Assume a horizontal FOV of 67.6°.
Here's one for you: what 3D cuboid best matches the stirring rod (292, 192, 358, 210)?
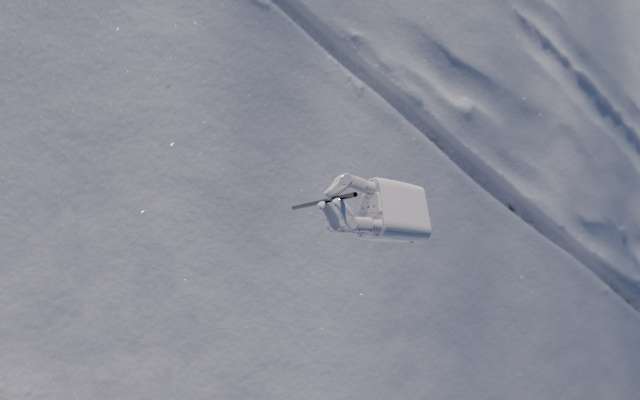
[{"bbox_3d":[0.000,0.003,0.855,0.011,0.011,0.239,0,-6,-27],"label":"stirring rod"}]
